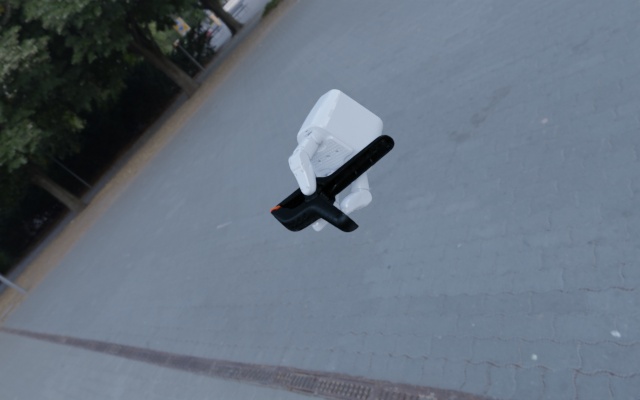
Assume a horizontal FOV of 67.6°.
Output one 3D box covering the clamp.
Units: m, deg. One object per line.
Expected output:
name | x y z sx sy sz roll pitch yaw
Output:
clamp | -0.001 0.002 0.651 0.210 0.036 0.164 -25 28 39
